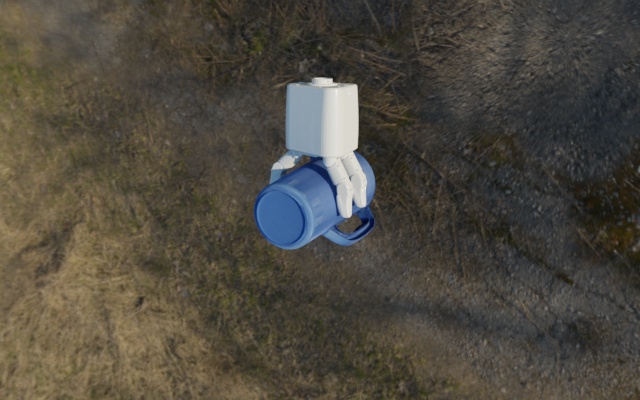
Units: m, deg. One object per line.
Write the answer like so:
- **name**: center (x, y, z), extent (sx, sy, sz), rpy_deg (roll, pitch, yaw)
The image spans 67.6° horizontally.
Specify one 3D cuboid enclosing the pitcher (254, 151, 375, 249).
- **pitcher**: center (0.000, 0.003, 0.826), extent (0.149, 0.145, 0.242), rpy_deg (11, 21, 24)
